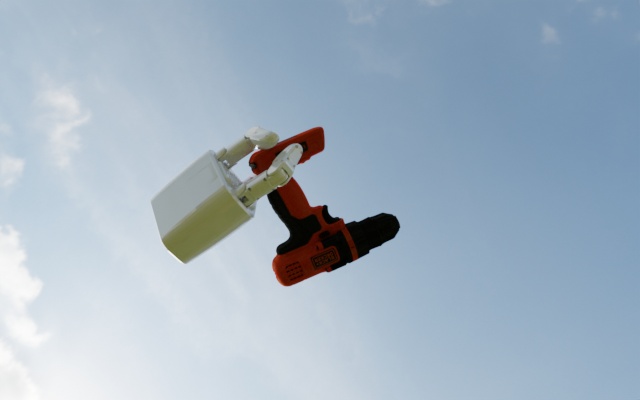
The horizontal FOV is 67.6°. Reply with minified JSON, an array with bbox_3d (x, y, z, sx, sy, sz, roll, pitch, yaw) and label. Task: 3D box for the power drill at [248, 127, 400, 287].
[{"bbox_3d":[0.000,0.002,0.633,0.184,0.188,0.057,-23,10,-11],"label":"power drill"}]
